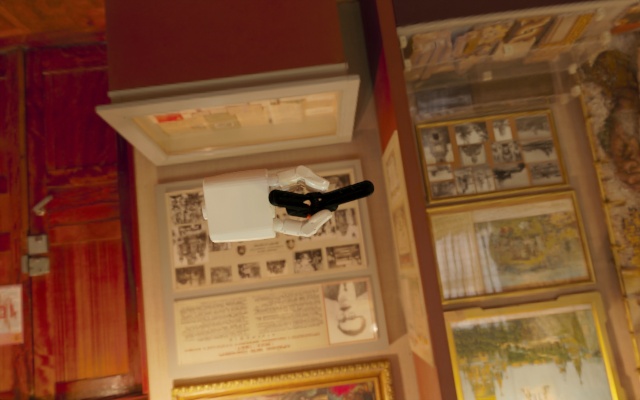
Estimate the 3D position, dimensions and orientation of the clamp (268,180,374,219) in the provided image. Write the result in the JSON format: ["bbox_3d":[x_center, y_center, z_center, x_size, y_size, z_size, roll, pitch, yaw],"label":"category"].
[{"bbox_3d":[0.000,0.004,0.816,0.164,0.036,0.210,-6,-10,-3],"label":"clamp"}]
